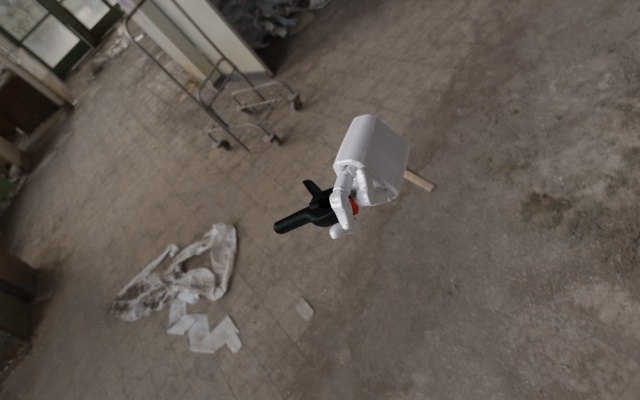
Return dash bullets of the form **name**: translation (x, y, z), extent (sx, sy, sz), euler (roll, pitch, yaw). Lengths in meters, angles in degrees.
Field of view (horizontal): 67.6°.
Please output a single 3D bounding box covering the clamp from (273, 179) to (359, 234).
- **clamp**: translation (0.000, 0.002, 0.820), extent (0.171, 0.120, 0.039), euler (-7, -40, 41)
